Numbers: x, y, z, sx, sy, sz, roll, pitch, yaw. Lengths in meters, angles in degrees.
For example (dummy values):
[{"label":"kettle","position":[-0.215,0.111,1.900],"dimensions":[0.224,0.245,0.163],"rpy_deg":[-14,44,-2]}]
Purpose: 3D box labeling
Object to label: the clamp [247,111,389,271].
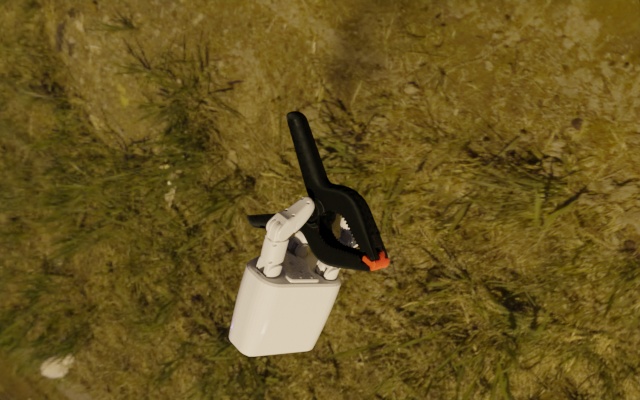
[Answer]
[{"label":"clamp","position":[0.000,0.002,0.552],"dimensions":[0.036,0.165,0.210],"rpy_deg":[-6,31,-47]}]
